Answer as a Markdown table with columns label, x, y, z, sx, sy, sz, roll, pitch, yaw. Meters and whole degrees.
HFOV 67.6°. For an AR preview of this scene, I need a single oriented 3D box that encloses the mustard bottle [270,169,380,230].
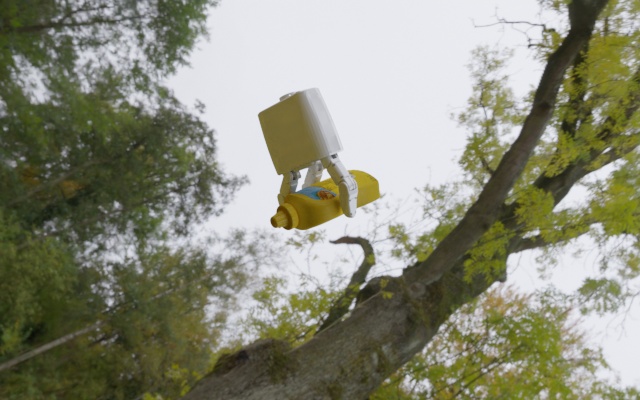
| label | x | y | z | sx | sy | sz | roll | pitch | yaw |
| --- | --- | --- | --- | --- | --- | --- | --- | --- | --- |
| mustard bottle | 0.000 | 0.003 | 0.766 | 0.191 | 0.058 | 0.096 | -23 | 26 | -37 |
